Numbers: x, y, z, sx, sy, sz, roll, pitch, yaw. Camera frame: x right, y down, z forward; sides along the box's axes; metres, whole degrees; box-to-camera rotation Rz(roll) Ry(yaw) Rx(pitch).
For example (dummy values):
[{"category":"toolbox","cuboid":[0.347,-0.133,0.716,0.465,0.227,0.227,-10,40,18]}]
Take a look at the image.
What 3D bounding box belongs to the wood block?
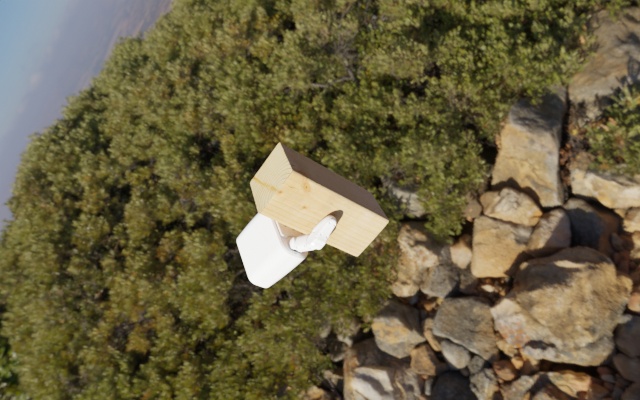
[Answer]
[{"category":"wood block","cuboid":[0.000,0.003,0.787,0.206,0.090,0.090,26,23,-32]}]
